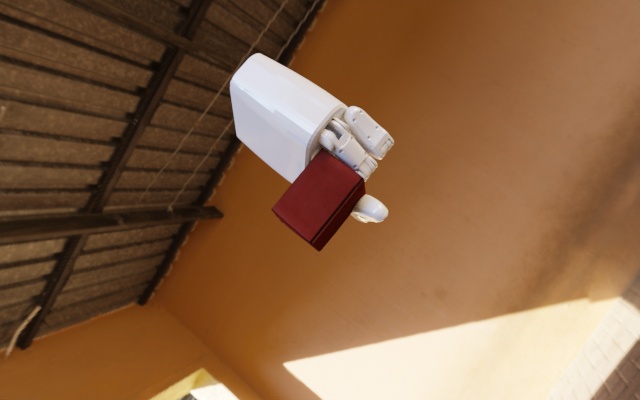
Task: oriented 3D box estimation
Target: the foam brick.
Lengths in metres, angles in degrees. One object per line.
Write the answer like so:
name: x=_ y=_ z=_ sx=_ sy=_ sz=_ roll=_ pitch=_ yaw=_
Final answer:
foam brick: x=0.000 y=0.002 z=0.457 sx=0.051 sy=0.078 sz=0.053 roll=37 pitch=-8 yaw=15
